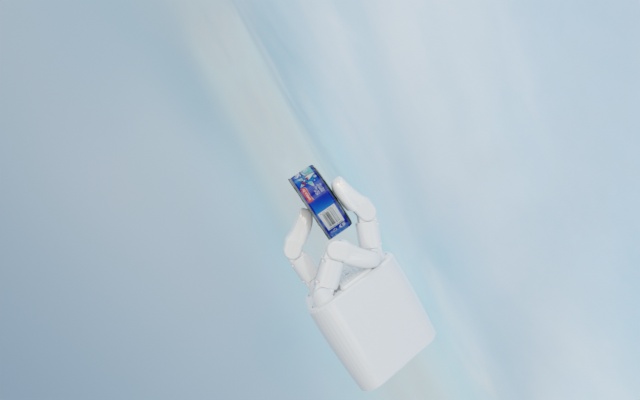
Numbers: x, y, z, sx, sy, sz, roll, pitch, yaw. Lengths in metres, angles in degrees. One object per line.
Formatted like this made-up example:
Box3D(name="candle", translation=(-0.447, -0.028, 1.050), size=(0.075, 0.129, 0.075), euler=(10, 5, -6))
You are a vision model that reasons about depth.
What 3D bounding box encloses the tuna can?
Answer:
Box3D(name="tuna can", translation=(0.001, 0.001, 0.551), size=(0.034, 0.086, 0.086), euler=(-34, 1, -1))
